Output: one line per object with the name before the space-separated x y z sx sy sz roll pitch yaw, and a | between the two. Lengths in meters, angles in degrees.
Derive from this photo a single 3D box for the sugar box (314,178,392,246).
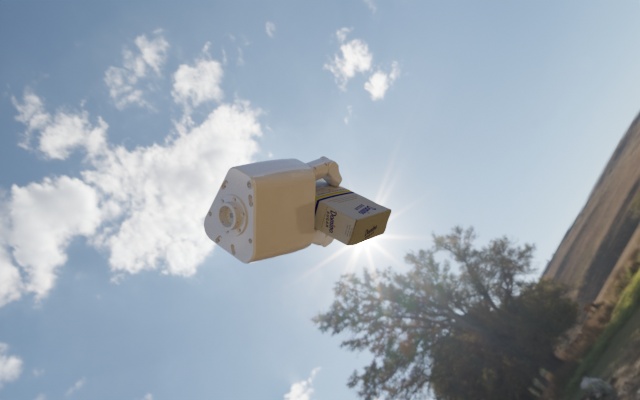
sugar box | 0.000 0.003 0.669 0.176 0.048 0.093 30 24 30
